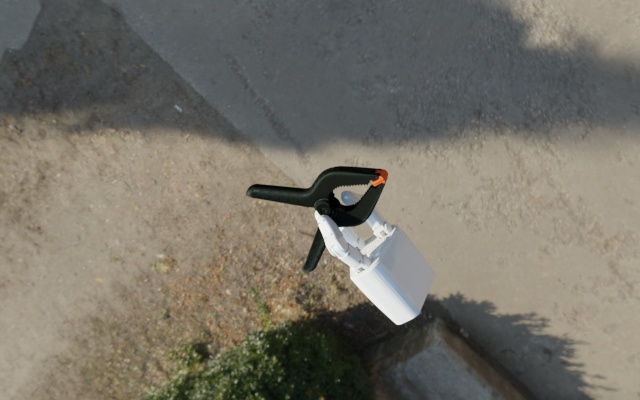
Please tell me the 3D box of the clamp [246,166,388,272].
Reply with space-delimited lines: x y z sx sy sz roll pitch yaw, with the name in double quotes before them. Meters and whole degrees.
"clamp" 0.000 0.003 0.694 0.210 0.164 0.036 -36 12 30
